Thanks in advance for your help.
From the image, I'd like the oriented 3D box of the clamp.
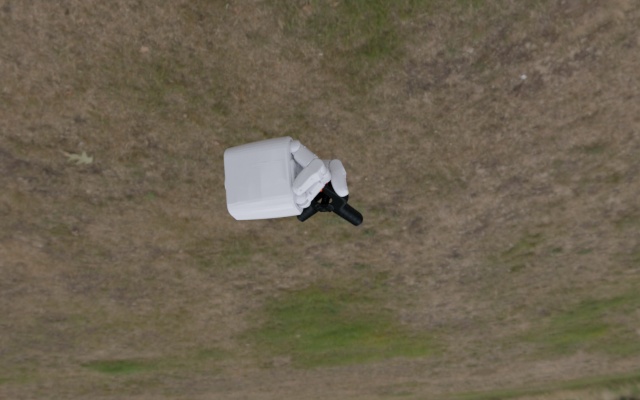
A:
[{"bbox_3d":[0.000,0.003,0.810,0.120,0.039,0.172,-5,-29,14],"label":"clamp"}]
